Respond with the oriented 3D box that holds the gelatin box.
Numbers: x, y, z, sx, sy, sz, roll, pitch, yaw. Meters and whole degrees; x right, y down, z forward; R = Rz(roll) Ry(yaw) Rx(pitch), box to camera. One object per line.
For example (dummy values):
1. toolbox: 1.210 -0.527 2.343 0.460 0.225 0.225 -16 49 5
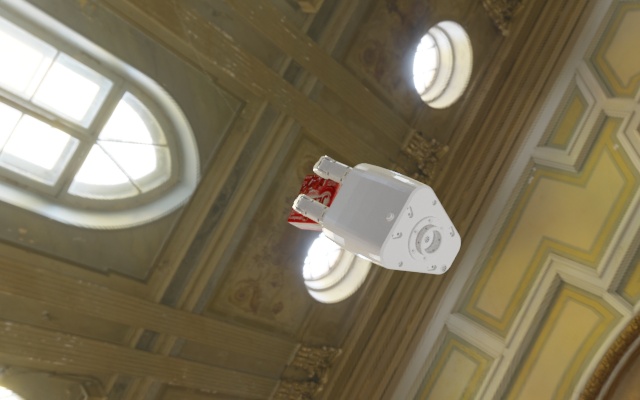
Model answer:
1. gelatin box: 0.000 0.002 0.637 0.030 0.073 0.089 30 -16 -30
